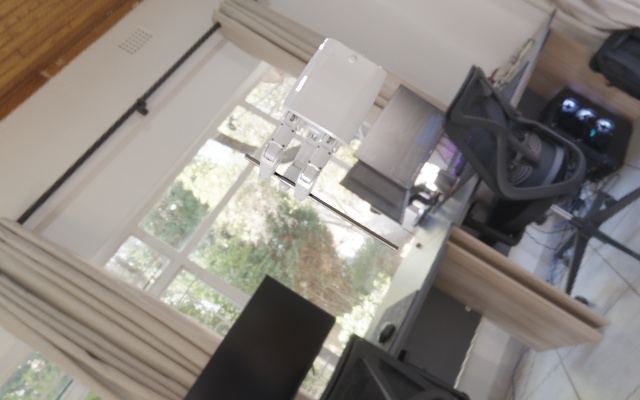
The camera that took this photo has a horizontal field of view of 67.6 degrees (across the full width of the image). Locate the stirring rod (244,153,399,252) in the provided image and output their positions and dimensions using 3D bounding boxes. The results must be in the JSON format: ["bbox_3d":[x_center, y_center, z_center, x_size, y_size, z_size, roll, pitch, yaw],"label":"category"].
[{"bbox_3d":[0.000,0.002,0.642,0.239,0.011,0.011,32,2,3],"label":"stirring rod"}]
